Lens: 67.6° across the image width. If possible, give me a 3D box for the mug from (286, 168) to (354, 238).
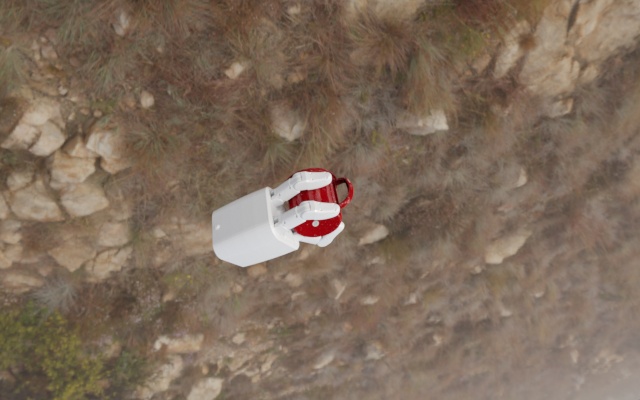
[{"bbox_3d":[0.001,0.002,0.780,0.117,0.081,0.093,-22,-39,14],"label":"mug"}]
